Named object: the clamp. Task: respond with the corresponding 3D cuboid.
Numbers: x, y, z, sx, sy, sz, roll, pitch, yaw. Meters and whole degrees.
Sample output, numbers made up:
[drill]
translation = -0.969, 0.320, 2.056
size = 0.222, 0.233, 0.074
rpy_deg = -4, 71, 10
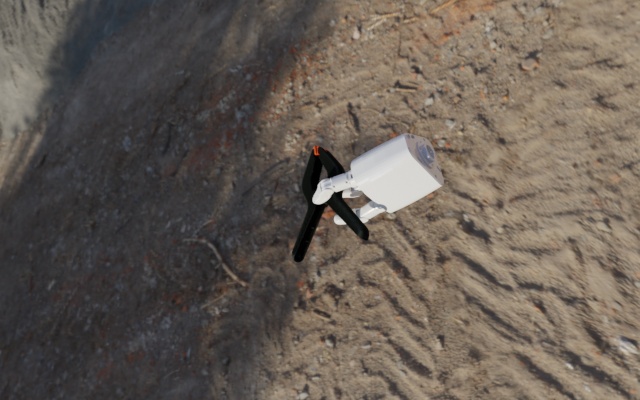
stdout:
[clamp]
translation = 0.000, 0.002, 0.854
size = 0.164, 0.210, 0.036
rpy_deg = -29, -32, 31
